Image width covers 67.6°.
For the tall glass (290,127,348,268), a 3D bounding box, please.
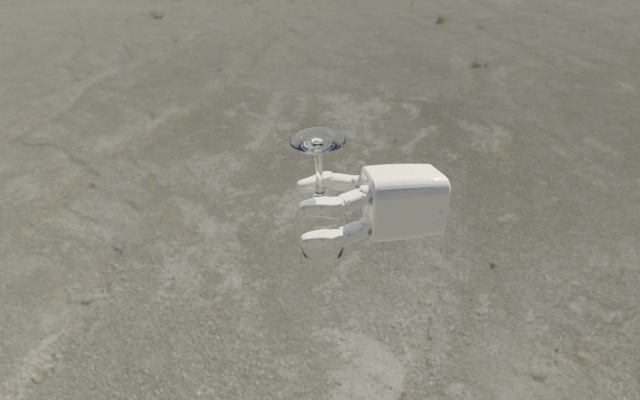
[{"bbox_3d":[0.000,0.002,0.683,0.079,0.201,0.079,-1,35,1],"label":"tall glass"}]
